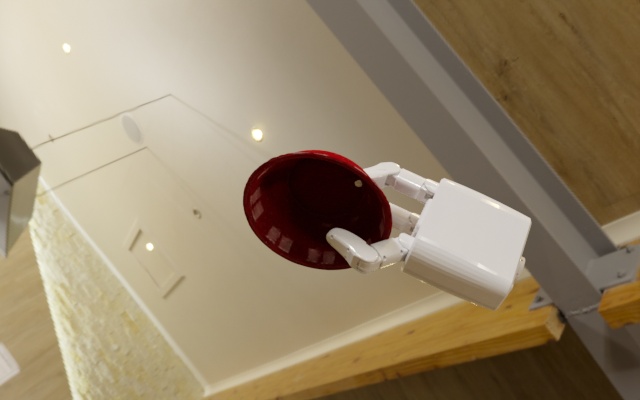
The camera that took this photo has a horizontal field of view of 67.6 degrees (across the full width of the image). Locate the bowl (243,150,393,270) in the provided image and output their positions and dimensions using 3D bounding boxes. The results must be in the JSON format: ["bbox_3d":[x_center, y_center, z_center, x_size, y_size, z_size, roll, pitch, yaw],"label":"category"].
[{"bbox_3d":[-0.001,0.001,0.522,0.162,0.162,0.055,0,39,15],"label":"bowl"}]
